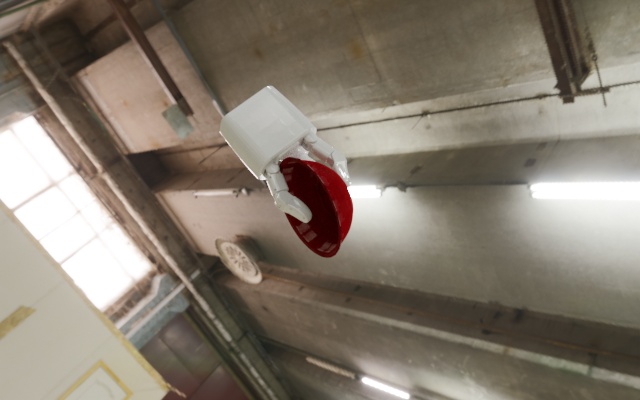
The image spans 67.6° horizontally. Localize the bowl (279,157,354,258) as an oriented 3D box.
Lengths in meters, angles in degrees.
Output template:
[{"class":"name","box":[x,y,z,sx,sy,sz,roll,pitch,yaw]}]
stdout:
[{"class":"bowl","box":[0.001,0.003,0.719,0.055,0.162,0.162,-25,12,-28]}]
